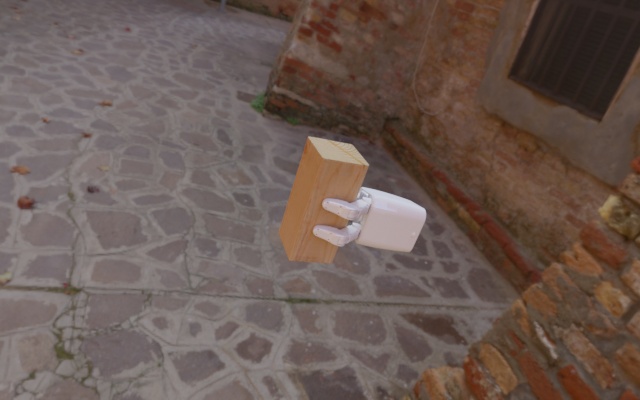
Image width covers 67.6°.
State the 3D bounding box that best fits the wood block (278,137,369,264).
[{"bbox_3d":[0.000,0.003,0.859,0.090,0.206,0.090,7,28,-23],"label":"wood block"}]
